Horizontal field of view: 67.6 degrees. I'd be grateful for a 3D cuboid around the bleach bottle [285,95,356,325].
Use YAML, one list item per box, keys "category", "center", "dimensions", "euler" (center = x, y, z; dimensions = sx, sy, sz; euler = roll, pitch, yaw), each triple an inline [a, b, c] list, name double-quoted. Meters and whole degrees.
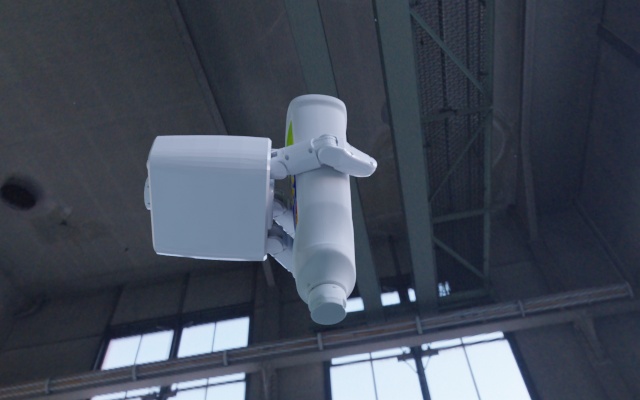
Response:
- category: "bleach bottle"
  center: [0.000, 0.002, 0.463]
  dimensions: [0.068, 0.103, 0.250]
  euler: [2, 40, -6]
